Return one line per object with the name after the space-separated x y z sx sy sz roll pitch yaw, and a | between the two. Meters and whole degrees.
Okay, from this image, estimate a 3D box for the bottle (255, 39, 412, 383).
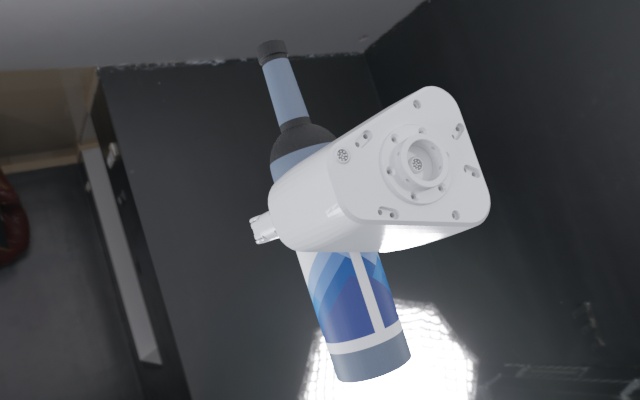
0.000 0.002 0.416 0.069 0.295 0.069 -18 -5 -2 | bottle
